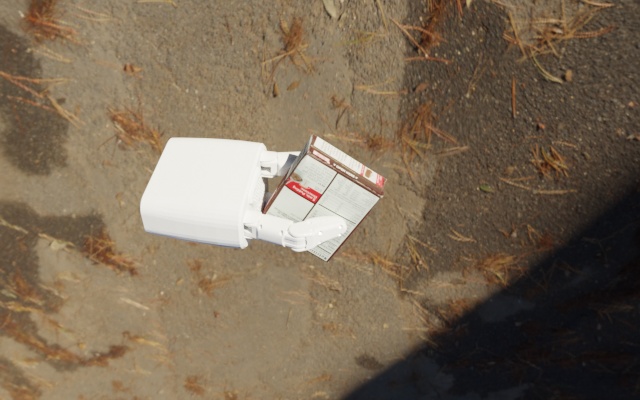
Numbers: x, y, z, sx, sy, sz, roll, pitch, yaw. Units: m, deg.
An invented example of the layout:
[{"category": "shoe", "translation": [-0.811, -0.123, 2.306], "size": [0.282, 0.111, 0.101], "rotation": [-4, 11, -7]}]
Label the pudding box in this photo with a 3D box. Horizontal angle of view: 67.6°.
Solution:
[{"category": "pudding box", "translation": [0.000, 0.002, 0.495], "size": [0.090, 0.113, 0.039], "rotation": [30, 37, -9]}]
